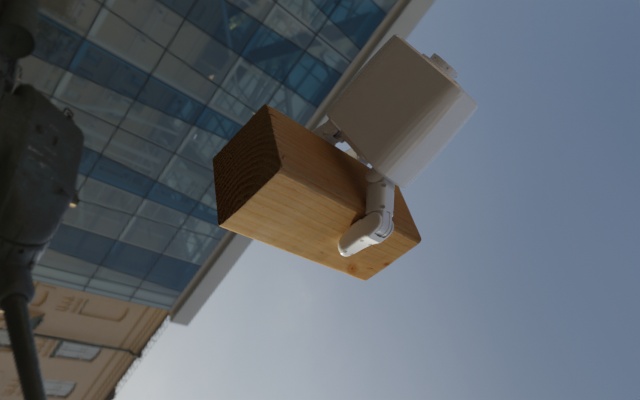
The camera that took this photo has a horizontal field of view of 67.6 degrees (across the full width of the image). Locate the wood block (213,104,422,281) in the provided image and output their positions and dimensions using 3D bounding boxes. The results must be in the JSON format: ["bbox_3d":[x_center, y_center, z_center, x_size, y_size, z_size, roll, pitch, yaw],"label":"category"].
[{"bbox_3d":[0.001,0.002,0.499,0.206,0.090,0.090,27,-55,-39],"label":"wood block"}]
